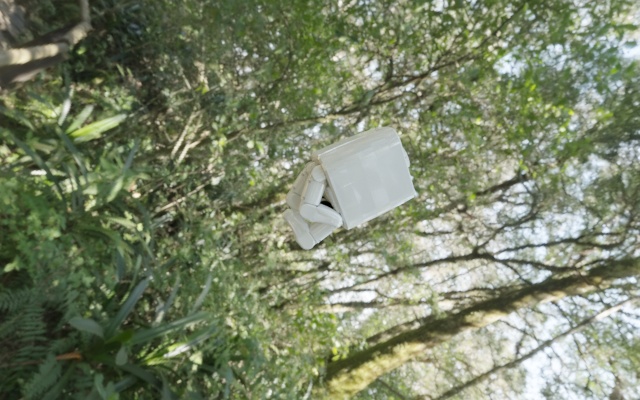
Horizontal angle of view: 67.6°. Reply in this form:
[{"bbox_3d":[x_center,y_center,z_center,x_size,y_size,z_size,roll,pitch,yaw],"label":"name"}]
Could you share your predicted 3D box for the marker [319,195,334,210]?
[{"bbox_3d":[0.000,0.002,0.690,0.020,0.020,0.121,0,9,-9],"label":"marker"}]
